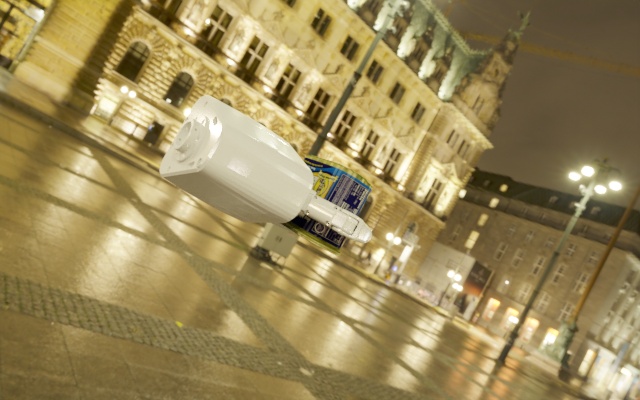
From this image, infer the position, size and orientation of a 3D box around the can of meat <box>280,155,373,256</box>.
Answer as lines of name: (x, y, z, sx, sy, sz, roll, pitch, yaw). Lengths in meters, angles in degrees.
can of meat: (0.000, 0.001, 0.522, 0.057, 0.084, 0.102, 30, -3, -33)
